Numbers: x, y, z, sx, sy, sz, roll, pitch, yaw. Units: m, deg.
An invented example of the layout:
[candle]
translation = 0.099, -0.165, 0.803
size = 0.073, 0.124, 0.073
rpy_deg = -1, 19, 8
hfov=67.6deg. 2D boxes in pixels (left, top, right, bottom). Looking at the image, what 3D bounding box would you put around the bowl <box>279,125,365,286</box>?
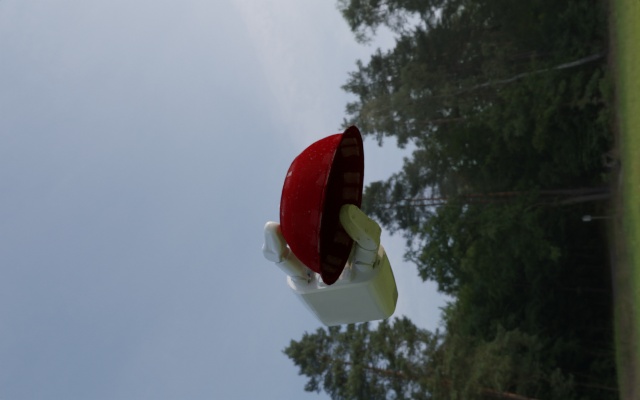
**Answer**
[bowl]
translation = 0.000, 0.001, 0.488
size = 0.055, 0.162, 0.162
rpy_deg = 9, 2, 16
